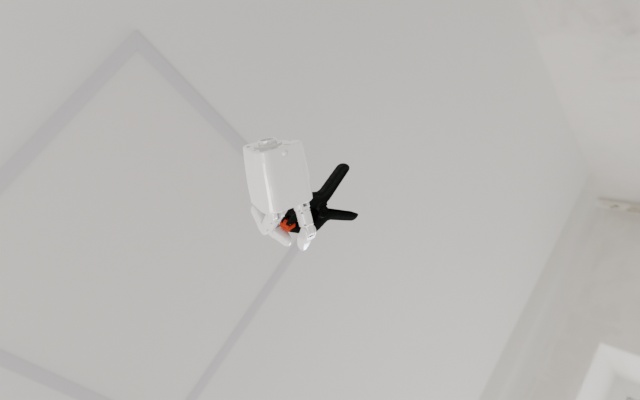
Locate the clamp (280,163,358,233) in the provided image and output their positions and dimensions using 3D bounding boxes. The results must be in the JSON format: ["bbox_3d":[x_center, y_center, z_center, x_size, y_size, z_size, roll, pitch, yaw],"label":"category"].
[{"bbox_3d":[0.000,0.003,0.887,0.171,0.120,0.039,-21,21,-35],"label":"clamp"}]
